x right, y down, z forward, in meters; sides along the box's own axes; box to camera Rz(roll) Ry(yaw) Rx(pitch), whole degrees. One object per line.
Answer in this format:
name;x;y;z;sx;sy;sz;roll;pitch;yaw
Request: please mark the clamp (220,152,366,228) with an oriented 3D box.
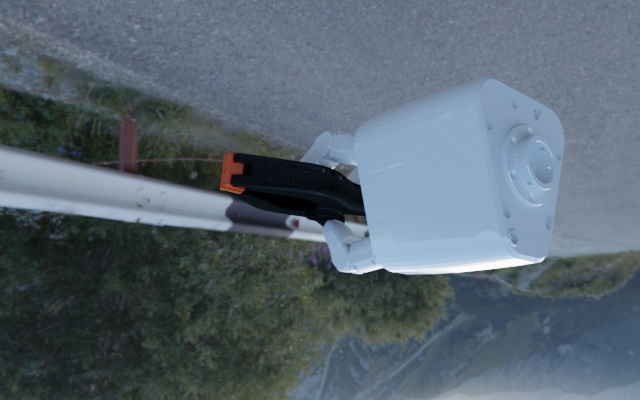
clamp;0.000;0.002;0.434;0.210;0.036;0.164;13;-18;-33
